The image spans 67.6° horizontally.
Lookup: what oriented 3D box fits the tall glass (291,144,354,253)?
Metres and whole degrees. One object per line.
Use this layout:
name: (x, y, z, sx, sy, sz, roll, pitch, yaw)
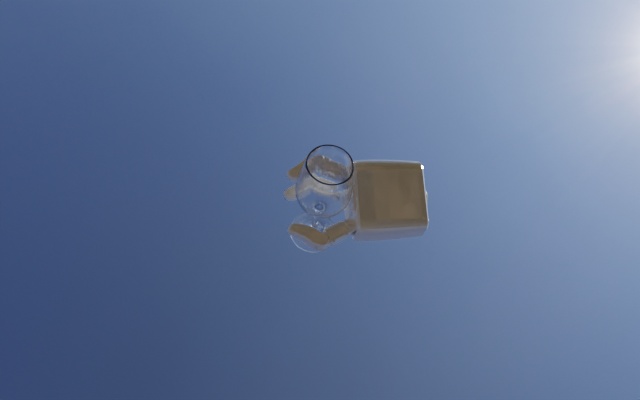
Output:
tall glass: (0.000, 0.003, 0.686, 0.079, 0.079, 0.201, 0, -29, -8)
